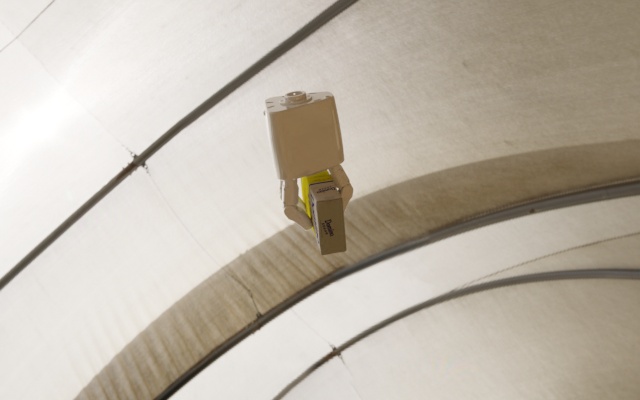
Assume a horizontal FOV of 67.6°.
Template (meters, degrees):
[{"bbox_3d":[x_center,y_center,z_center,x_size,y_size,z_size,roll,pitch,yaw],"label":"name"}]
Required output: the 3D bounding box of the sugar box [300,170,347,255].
[{"bbox_3d":[0.000,0.002,0.770,0.048,0.093,0.176,-8,26,-5],"label":"sugar box"}]
